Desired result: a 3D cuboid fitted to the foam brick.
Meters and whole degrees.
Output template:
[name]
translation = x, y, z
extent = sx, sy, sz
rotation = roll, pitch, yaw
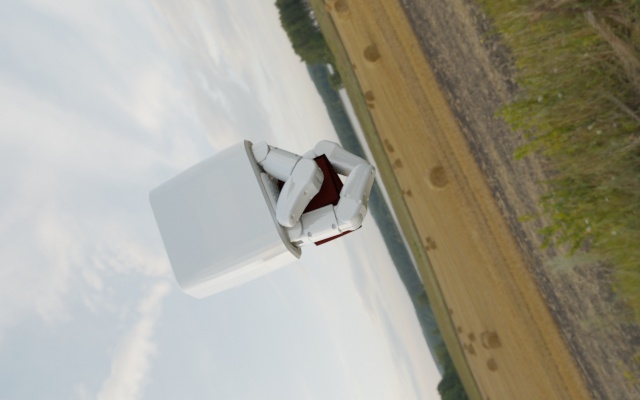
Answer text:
[foam brick]
translation = 0.000, 0.002, 0.463
extent = 0.051, 0.053, 0.078
rotation = -25, -29, 7
